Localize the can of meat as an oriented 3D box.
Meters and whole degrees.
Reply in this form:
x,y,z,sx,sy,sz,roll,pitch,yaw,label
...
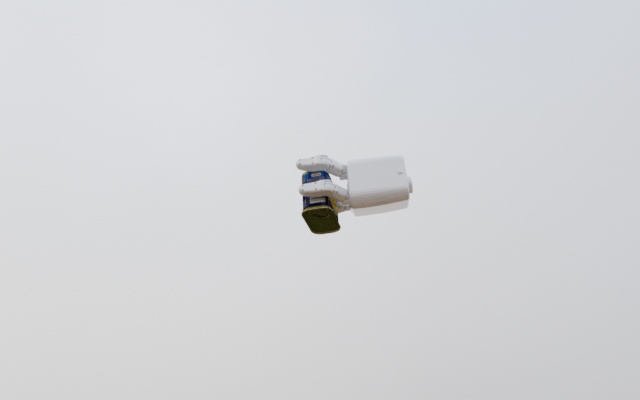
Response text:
x,y,z,sx,sy,sz,roll,pitch,yaw,label
0.000,0.003,0.882,0.057,0.084,0.102,-9,-30,11,can of meat
